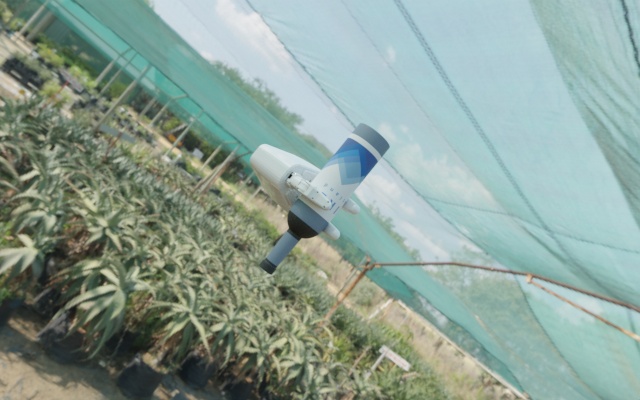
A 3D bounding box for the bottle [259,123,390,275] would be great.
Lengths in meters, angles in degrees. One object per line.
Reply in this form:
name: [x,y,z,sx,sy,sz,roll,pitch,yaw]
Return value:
bottle: [0.000,0.002,0.808,0.069,0.295,0.069,39,-3,2]
